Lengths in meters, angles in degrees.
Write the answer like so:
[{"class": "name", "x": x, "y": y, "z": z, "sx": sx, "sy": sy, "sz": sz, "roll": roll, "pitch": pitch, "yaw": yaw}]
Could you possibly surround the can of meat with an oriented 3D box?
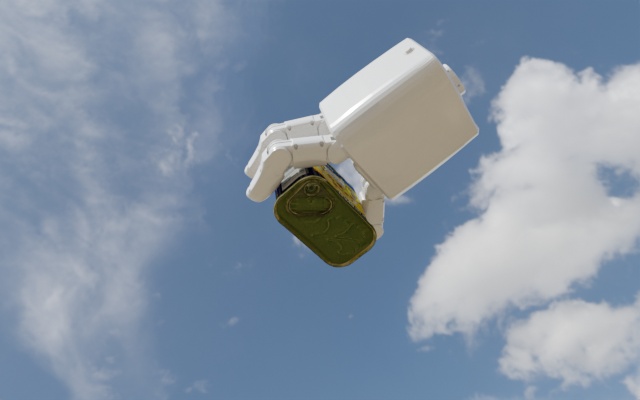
[{"class": "can of meat", "x": 0.000, "y": 0.001, "z": 0.463, "sx": 0.102, "sy": 0.057, "sz": 0.084, "roll": 43, "pitch": 15, "yaw": -27}]
